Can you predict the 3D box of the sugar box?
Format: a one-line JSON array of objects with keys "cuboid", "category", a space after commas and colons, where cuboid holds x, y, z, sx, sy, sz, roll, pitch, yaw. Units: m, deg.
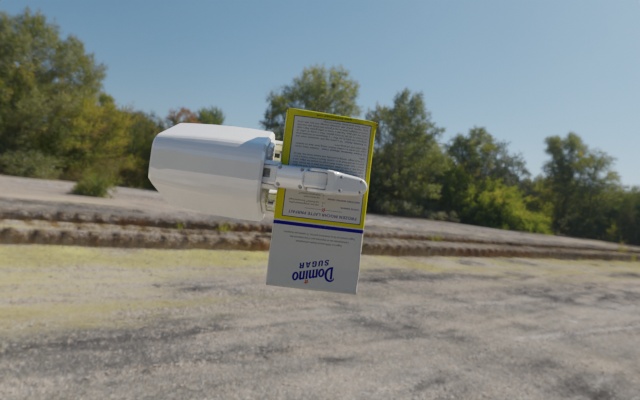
[{"cuboid": [0.000, 0.001, 0.488, 0.093, 0.176, 0.048, 8, 1, -5], "category": "sugar box"}]
